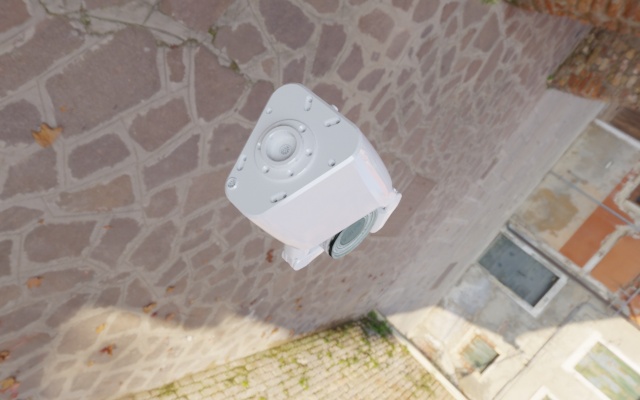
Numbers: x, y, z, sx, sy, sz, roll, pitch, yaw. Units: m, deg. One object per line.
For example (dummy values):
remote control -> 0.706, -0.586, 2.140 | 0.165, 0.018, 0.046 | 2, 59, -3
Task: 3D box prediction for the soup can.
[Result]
soup can -> 0.000, 0.002, 0.490 | 0.102, 0.068, 0.068 | 42, 20, 25
